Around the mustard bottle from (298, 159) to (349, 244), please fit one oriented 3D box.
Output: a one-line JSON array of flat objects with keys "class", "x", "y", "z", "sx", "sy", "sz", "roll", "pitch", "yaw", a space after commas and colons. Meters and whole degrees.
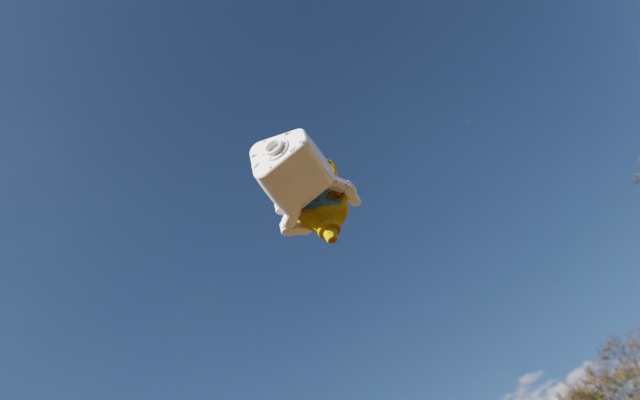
[{"class": "mustard bottle", "x": 0.000, "y": 0.003, "z": 0.880, "sx": 0.096, "sy": 0.058, "sz": 0.191, "roll": -10, "pitch": 45, "yaw": -8}]
